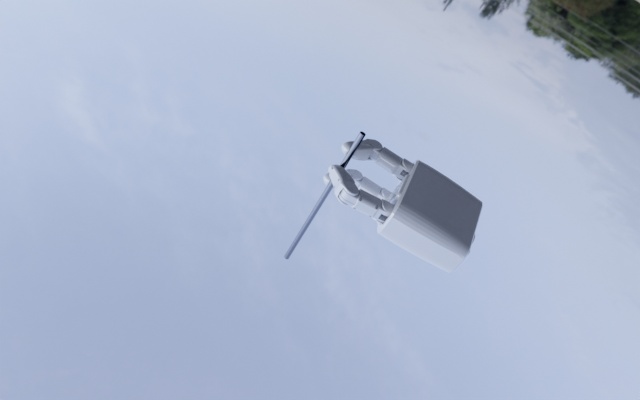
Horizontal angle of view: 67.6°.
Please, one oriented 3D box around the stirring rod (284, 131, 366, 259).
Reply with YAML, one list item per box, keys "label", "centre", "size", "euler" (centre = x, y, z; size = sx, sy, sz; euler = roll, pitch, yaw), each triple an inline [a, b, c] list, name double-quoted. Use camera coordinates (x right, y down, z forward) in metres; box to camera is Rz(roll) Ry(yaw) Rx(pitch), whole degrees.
- label: "stirring rod"
  centre: [0.000, 0.002, 0.648]
  size: [0.011, 0.011, 0.240]
  euler: [0, -44, -36]
